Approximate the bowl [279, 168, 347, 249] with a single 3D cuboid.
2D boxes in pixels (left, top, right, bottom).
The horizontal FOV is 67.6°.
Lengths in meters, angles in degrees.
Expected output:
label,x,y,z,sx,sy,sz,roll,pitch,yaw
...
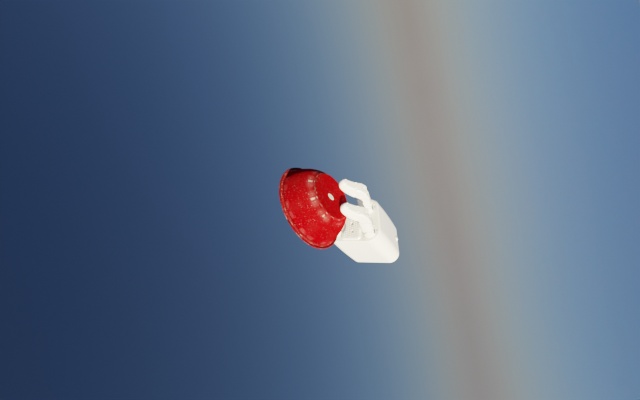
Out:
label,x,y,z,sx,sy,sz,roll,pitch,yaw
bowl,0.000,0.002,0.861,0.055,0.162,0.162,-28,-16,33
